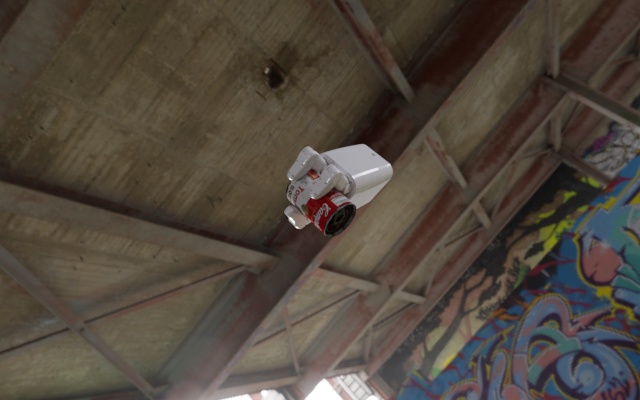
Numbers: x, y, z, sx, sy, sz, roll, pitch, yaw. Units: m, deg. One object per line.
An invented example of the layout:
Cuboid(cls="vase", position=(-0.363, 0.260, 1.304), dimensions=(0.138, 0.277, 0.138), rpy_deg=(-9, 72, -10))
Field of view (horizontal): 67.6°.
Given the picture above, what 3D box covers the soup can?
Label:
Cuboid(cls="soup can", position=(0.000, 0.003, 0.780), dimensions=(0.102, 0.068, 0.068), rpy_deg=(43, 24, 29))
